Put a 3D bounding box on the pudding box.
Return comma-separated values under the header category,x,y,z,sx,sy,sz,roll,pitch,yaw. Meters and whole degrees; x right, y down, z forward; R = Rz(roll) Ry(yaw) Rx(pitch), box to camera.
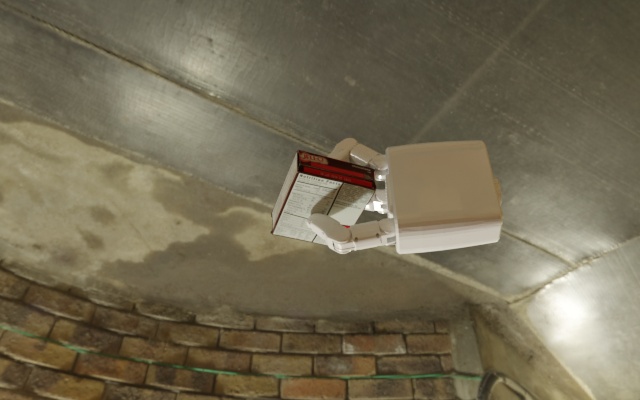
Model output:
category,x,y,z,sx,sy,sz,roll,pitch,yaw
pudding box,0.000,0.002,0.539,0.090,0.039,0.114,13,-46,-14
